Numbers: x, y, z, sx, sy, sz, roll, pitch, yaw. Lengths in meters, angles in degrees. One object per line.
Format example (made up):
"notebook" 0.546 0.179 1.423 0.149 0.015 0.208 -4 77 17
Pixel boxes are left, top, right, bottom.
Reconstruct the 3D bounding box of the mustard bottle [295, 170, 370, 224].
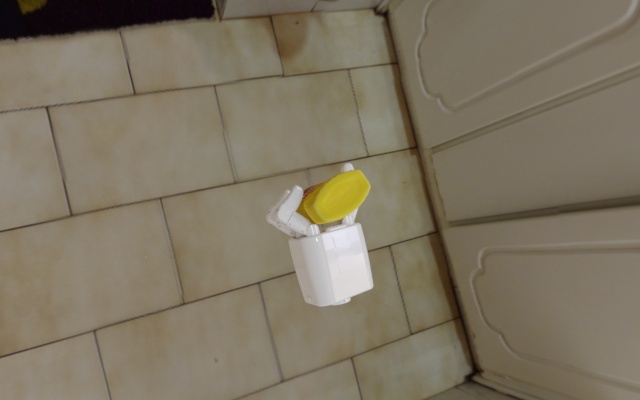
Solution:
"mustard bottle" 0.000 0.002 0.761 0.096 0.058 0.191 -39 8 -20
